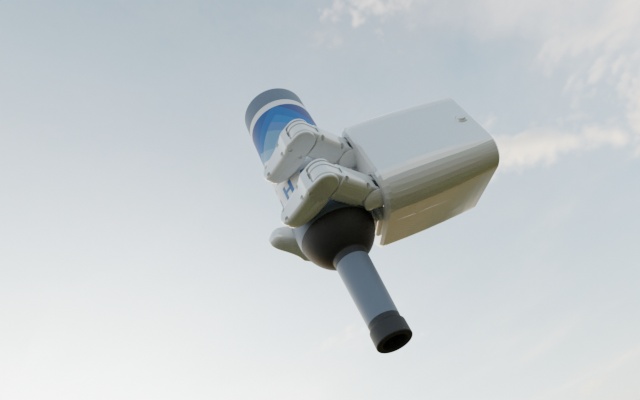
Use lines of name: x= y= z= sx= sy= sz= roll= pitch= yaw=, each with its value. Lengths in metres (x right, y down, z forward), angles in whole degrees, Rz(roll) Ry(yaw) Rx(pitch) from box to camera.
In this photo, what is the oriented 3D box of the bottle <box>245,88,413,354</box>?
bottle: x=0.000 y=0.001 z=0.424 sx=0.069 sy=0.069 sz=0.295 roll=0 pitch=40 yaw=-27
